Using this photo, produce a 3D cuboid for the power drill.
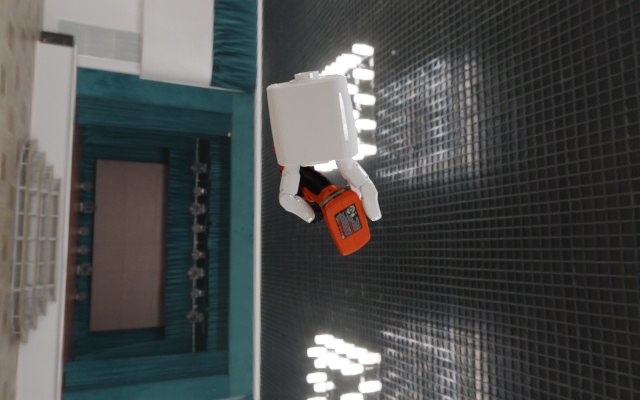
[{"bbox_3d":[0.000,0.002,0.743,0.057,0.185,0.187,-34,42,-12],"label":"power drill"}]
